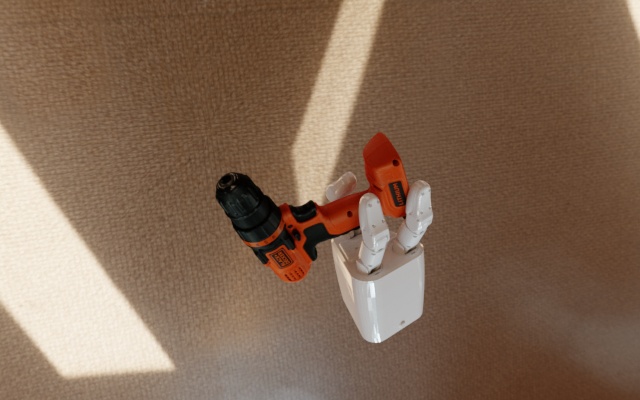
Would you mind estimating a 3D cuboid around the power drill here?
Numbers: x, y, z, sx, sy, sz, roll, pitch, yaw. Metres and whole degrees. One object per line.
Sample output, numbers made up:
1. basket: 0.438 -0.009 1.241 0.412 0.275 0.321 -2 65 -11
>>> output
1. power drill: 0.001 0.002 0.519 0.187 0.057 0.185 -26 -39 3
